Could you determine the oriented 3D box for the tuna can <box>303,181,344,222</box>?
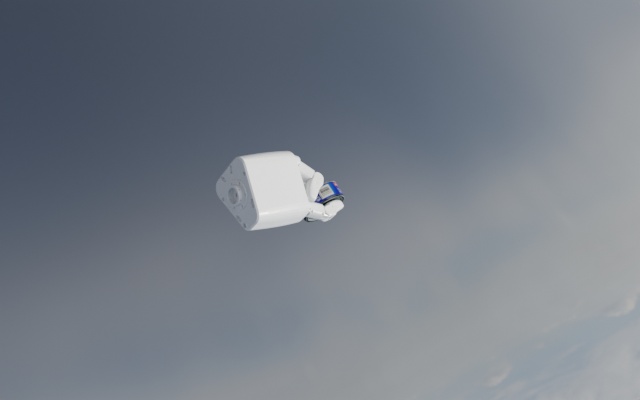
[{"bbox_3d":[0.000,0.003,0.864,0.086,0.033,0.086,-30,-17,-10],"label":"tuna can"}]
